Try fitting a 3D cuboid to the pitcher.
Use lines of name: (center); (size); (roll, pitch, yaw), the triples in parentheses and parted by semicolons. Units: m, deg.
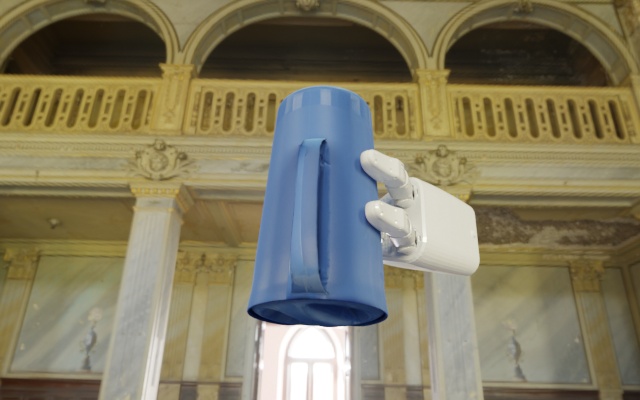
pitcher: (0.000, 0.002, 0.490); (0.145, 0.242, 0.149); (19, -29, -33)
